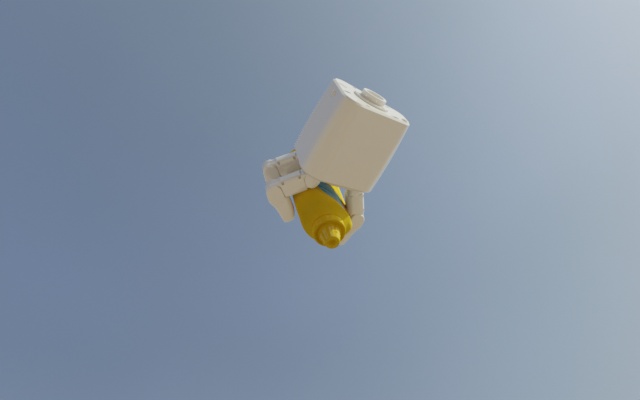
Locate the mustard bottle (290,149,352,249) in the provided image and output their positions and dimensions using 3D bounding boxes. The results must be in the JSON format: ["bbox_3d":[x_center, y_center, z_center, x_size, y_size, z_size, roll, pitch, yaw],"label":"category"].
[{"bbox_3d":[0.000,0.002,0.647,0.058,0.096,0.191,-36,30,11],"label":"mustard bottle"}]
